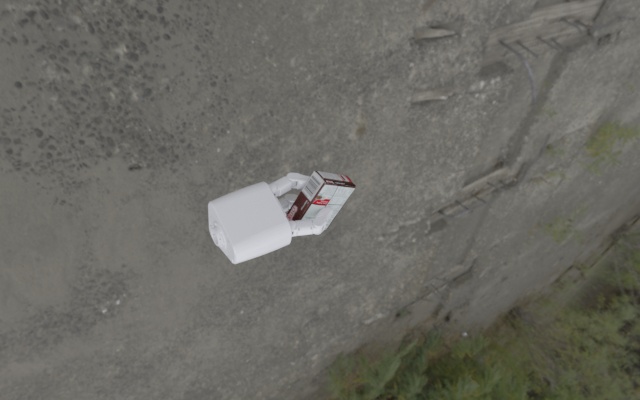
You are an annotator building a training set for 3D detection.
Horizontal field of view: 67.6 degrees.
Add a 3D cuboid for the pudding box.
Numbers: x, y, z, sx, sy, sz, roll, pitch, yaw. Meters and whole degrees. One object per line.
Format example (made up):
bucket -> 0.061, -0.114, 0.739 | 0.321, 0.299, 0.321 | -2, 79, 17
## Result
pudding box -> 0.000, 0.003, 0.873 | 0.090, 0.113, 0.039 | 5, 39, -48
